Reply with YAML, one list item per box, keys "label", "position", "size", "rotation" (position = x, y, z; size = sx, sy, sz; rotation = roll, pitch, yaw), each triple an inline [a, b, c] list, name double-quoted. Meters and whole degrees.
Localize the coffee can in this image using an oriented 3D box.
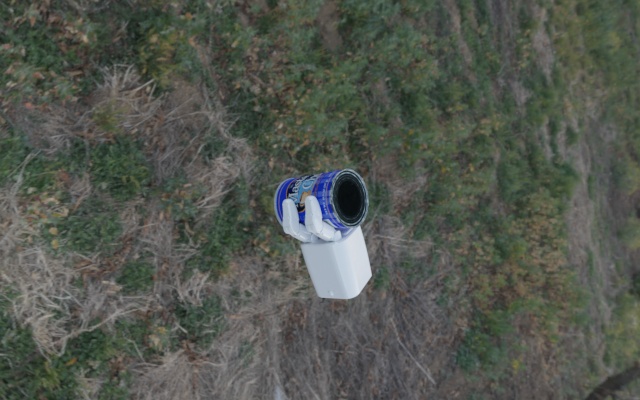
- label: "coffee can"
  position: [0.000, 0.003, 0.860]
  size: [0.140, 0.103, 0.103]
  rotation: [-7, -5, 42]
